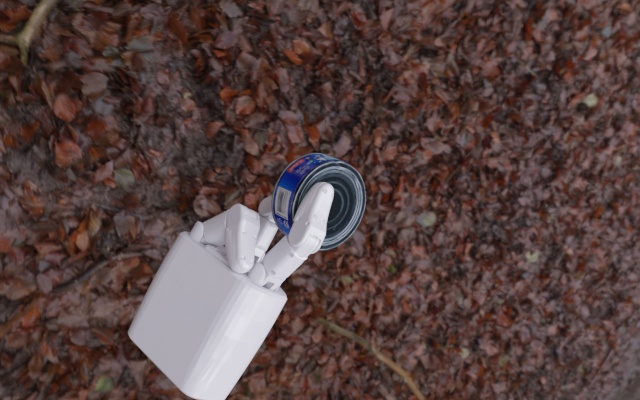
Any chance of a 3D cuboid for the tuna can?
[{"bbox_3d":[0.000,0.002,0.437,0.086,0.086,0.033,0,15,-37],"label":"tuna can"}]
